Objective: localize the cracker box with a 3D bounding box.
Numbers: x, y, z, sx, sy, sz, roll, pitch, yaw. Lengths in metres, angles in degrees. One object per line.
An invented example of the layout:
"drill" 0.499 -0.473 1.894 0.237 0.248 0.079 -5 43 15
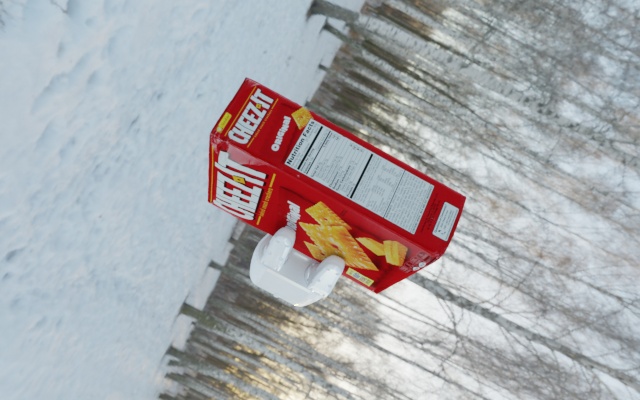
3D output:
"cracker box" 0.000 0.001 0.457 0.214 0.072 0.164 28 -24 -2
